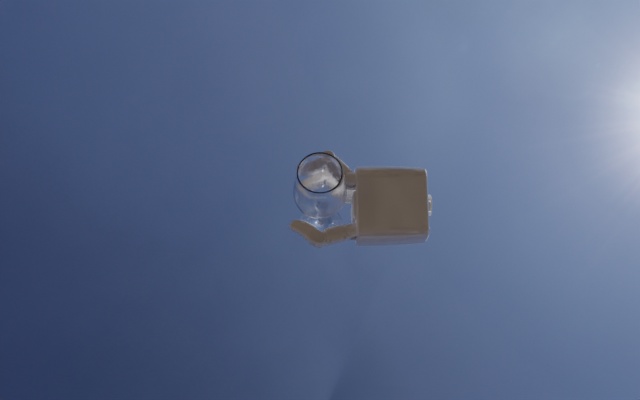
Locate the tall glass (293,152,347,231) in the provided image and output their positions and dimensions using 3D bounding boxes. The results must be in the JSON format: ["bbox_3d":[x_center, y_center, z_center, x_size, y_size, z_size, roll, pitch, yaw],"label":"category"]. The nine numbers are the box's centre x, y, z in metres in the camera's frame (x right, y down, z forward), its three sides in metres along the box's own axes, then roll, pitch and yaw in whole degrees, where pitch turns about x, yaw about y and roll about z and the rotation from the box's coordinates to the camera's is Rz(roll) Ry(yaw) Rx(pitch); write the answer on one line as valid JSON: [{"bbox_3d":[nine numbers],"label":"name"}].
[{"bbox_3d":[0.000,0.003,0.722,0.079,0.079,0.201,0,-23,1],"label":"tall glass"}]
